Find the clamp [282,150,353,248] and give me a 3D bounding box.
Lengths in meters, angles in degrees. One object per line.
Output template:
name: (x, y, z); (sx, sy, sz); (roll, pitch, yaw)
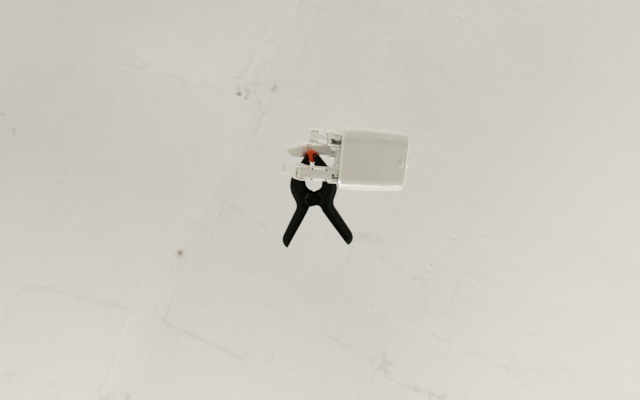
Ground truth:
clamp: (0.000, 0.002, 0.806); (0.120, 0.171, 0.039); (4, 16, -3)
